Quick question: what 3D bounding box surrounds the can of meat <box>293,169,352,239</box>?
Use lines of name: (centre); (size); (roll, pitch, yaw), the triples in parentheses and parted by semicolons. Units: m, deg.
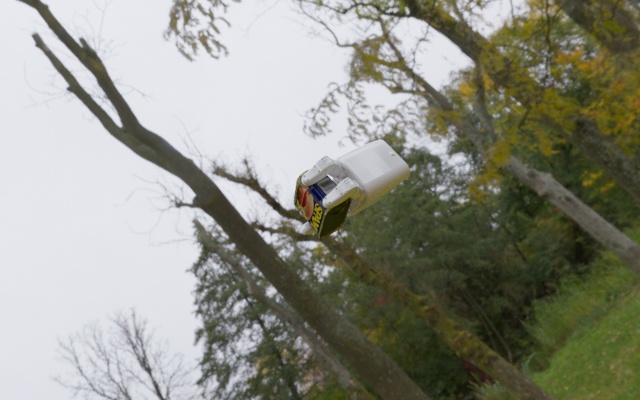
can of meat: (0.000, 0.003, 0.818); (0.057, 0.084, 0.102); (-29, -25, -26)
